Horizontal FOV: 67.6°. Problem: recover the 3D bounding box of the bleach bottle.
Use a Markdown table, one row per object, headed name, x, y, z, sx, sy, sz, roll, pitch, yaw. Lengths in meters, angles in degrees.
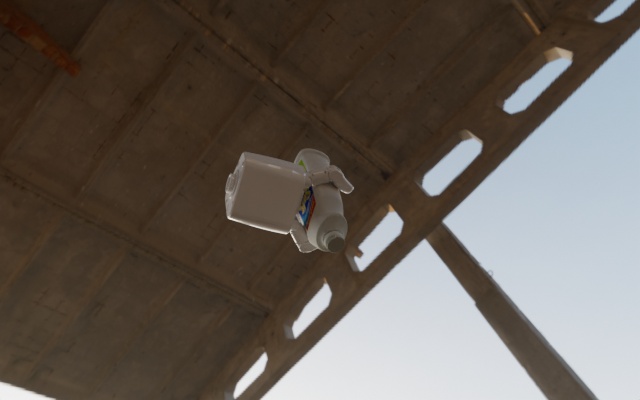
| name | x | y | z | sx | sy | sz | roll | pitch | yaw |
| --- | --- | --- | --- | --- | --- | --- | --- | --- | --- |
| bleach bottle | 0.000 | 0.003 | 0.831 | 0.068 | 0.103 | 0.250 | 15 | 23 | -21 |
